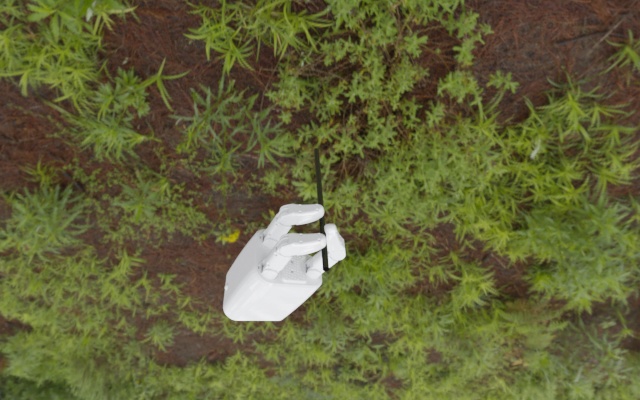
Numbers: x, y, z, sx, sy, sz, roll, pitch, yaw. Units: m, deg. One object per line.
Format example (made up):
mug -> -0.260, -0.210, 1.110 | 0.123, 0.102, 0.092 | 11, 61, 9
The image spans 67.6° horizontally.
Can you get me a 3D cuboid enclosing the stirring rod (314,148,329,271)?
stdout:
stirring rod -> 0.000, 0.002, 0.670 | 0.011, 0.011, 0.239 | 0, 43, -4
